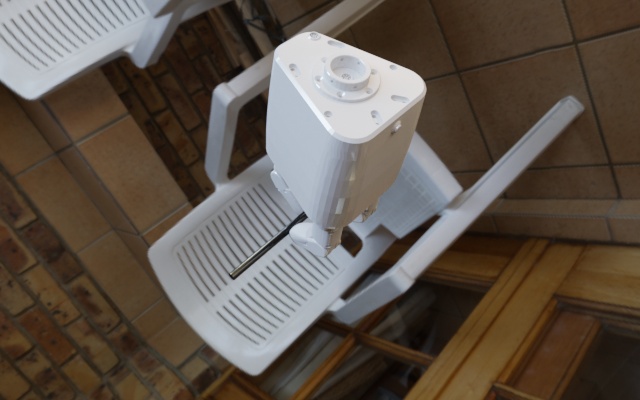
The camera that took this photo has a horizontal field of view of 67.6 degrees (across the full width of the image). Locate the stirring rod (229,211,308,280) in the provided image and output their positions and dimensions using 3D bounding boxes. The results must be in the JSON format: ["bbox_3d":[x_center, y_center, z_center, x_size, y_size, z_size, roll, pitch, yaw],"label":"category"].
[{"bbox_3d":[0.000,0.001,0.492,0.239,0.011,0.011,-40,22,-28],"label":"stirring rod"}]
